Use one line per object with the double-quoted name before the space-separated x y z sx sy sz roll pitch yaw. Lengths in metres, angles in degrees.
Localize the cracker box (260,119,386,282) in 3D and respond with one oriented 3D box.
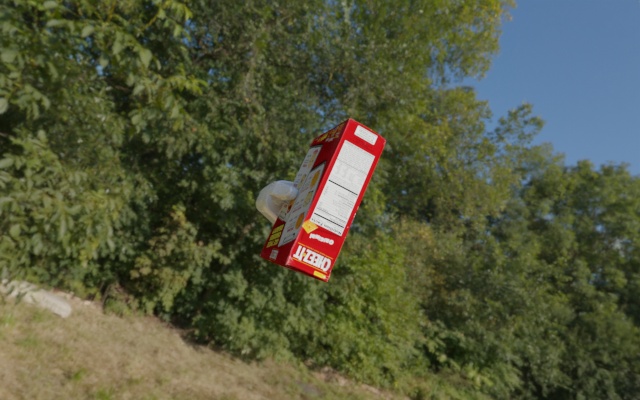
"cracker box" 0.000 0.002 0.698 0.072 0.213 0.164 26 -10 -15
